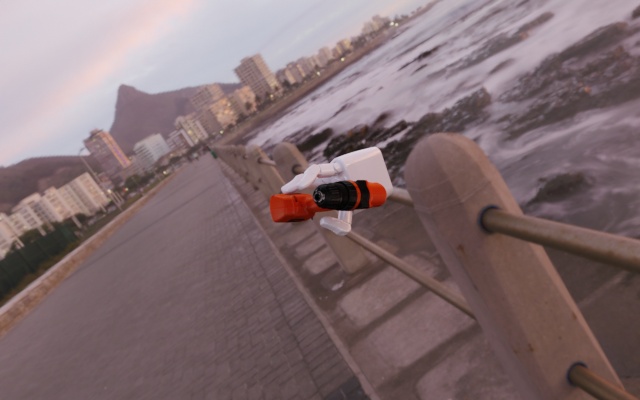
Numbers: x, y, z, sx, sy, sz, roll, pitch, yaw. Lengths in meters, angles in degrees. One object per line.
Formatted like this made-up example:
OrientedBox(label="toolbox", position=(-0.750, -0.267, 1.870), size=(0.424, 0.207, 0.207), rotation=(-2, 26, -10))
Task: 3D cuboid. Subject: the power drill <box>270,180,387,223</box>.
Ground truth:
OrientedBox(label="power drill", position=(0.000, 0.003, 0.853), size=(0.187, 0.057, 0.184), rotation=(-9, -6, 38))
